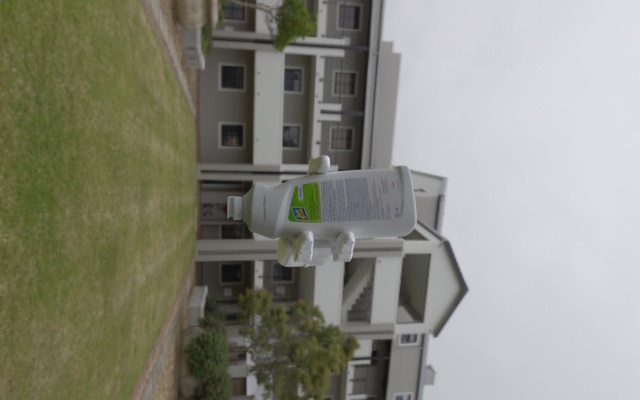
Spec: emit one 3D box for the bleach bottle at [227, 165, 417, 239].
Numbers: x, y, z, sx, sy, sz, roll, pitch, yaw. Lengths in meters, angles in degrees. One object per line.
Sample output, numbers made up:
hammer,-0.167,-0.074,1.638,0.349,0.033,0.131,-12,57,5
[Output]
bleach bottle,0.000,0.002,0.653,0.251,0.102,0.068,0,-22,-12
